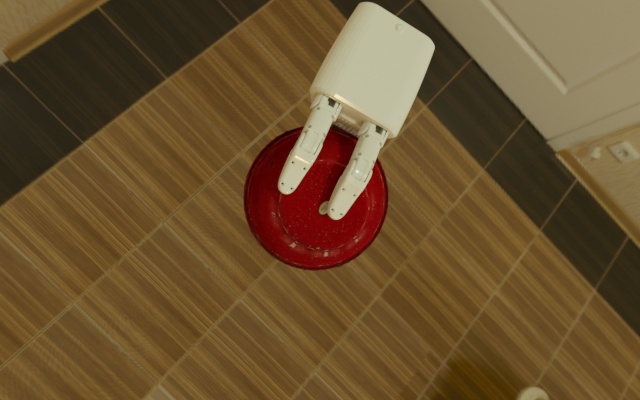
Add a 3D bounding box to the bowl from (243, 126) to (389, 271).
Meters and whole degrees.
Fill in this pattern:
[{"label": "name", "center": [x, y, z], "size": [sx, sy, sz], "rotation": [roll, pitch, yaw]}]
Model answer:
[{"label": "bowl", "center": [0.000, 0.003, 0.500], "size": [0.162, 0.162, 0.055], "rotation": [0, 8, -8]}]
